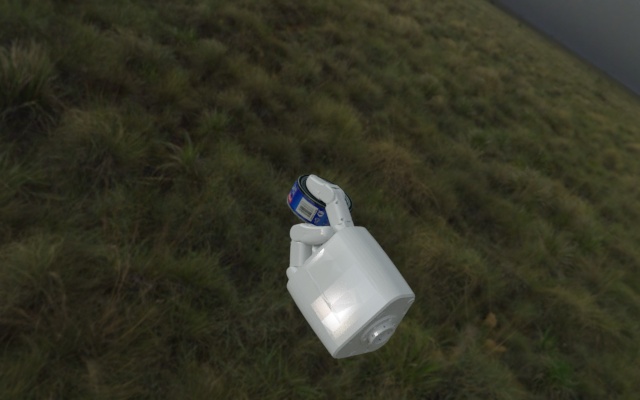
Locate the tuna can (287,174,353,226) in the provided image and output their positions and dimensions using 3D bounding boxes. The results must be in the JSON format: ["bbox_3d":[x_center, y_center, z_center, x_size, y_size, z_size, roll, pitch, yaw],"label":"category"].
[{"bbox_3d":[0.000,0.002,0.639,0.086,0.034,0.086,24,26,-12],"label":"tuna can"}]
